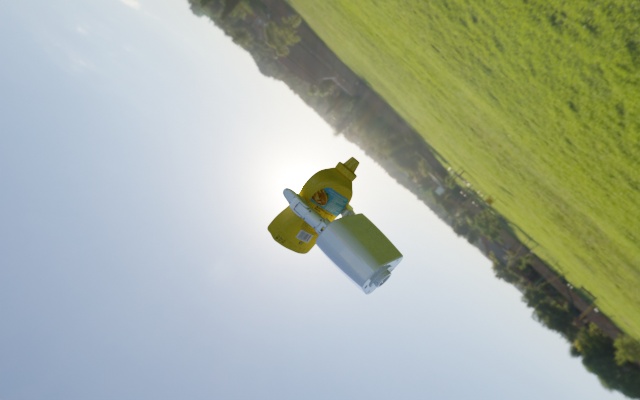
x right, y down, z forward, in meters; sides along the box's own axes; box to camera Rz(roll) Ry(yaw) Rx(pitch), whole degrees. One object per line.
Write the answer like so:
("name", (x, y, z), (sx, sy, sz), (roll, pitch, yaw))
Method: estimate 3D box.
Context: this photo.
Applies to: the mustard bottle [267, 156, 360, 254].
("mustard bottle", (0.000, 0.003, 0.825), (0.096, 0.191, 0.058), (31, 14, -43))
